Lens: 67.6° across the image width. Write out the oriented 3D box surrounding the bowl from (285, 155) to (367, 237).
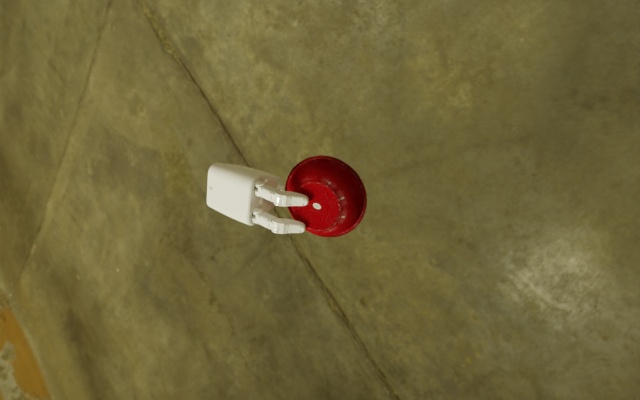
[{"bbox_3d":[0.001,0.003,0.867,0.162,0.162,0.055,0,19,19],"label":"bowl"}]
